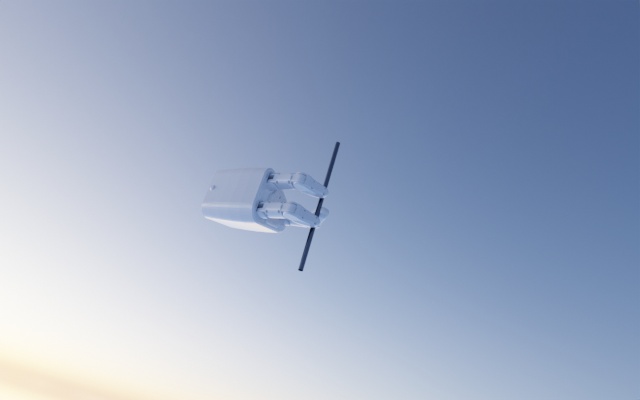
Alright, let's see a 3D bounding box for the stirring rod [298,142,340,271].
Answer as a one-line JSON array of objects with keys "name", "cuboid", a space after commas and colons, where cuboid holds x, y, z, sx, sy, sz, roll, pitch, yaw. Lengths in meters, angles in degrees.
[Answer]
[{"name": "stirring rod", "cuboid": [0.000, 0.002, 0.770, 0.011, 0.239, 0.011, 13, -28, 7]}]
